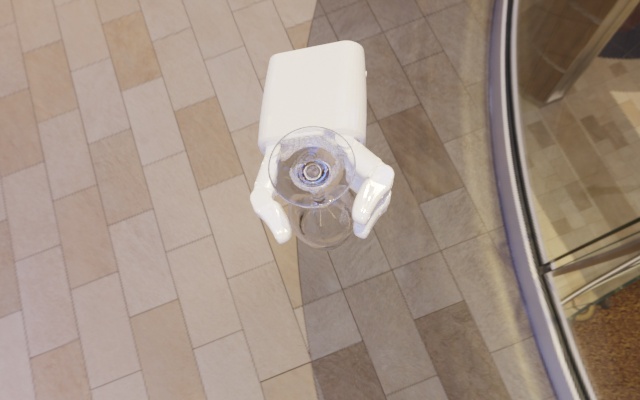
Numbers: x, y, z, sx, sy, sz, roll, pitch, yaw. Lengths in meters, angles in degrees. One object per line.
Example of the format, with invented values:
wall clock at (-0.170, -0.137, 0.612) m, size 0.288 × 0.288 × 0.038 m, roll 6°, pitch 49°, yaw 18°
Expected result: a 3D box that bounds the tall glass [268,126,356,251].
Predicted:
tall glass at (0.000, 0.002, 0.493) m, size 0.079 × 0.079 × 0.201 m, roll 0°, pitch -18°, yaw 4°
